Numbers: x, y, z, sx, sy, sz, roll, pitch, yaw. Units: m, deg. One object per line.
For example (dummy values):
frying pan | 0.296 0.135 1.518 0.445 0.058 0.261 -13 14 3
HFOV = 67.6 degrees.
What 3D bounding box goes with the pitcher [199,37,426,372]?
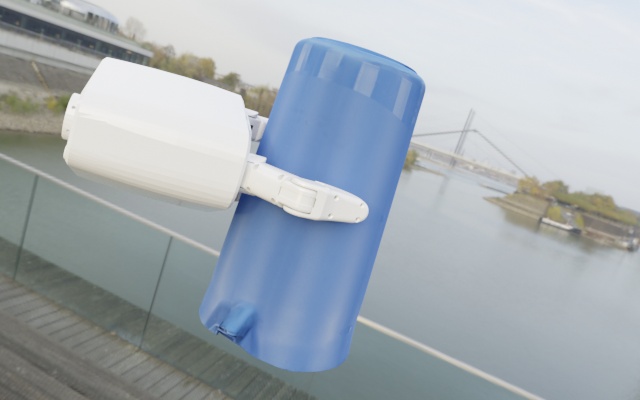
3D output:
pitcher | 0.000 0.001 0.402 0.145 0.243 0.149 15 11 -22
